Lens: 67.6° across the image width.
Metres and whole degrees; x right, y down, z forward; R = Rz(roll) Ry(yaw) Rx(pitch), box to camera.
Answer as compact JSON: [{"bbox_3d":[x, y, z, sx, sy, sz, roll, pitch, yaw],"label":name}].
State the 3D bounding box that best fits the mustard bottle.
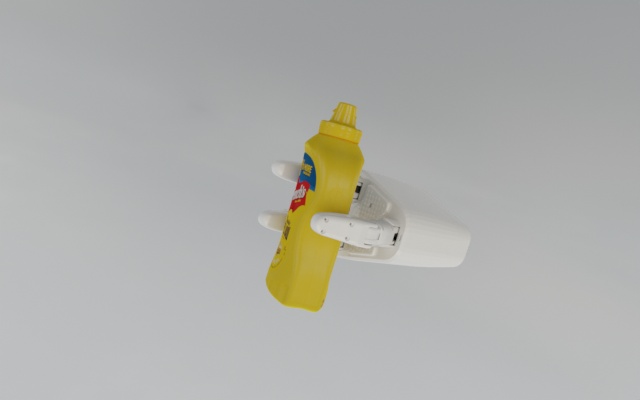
[{"bbox_3d":[0.000,0.002,0.458,0.058,0.191,0.096,15,7,-12],"label":"mustard bottle"}]
